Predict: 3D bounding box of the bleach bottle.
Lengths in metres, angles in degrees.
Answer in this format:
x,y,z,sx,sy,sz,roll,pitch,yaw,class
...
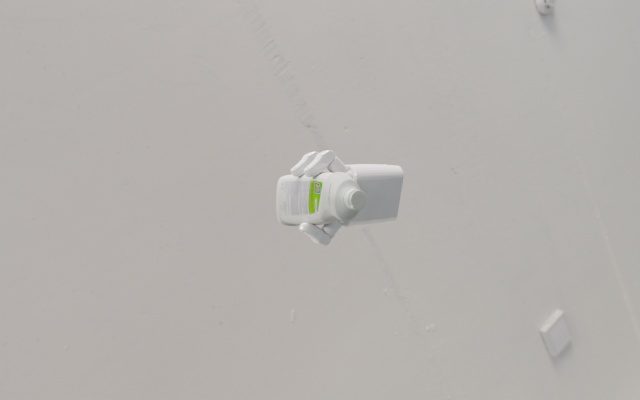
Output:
x,y,z,sx,sy,sz,roll,pitch,yaw,class
0.000,0.003,0.817,0.068,0.102,0.251,-3,4,-27,bleach bottle
